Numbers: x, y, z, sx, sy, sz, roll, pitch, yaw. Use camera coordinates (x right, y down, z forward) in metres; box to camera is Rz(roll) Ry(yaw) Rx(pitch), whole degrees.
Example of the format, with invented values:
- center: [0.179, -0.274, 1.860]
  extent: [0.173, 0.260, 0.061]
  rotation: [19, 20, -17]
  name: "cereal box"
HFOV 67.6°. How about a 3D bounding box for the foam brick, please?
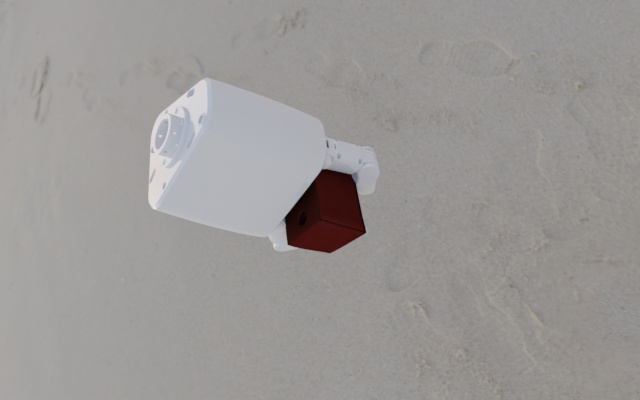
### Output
- center: [0.000, 0.002, 0.436]
  extent: [0.051, 0.078, 0.053]
  rotation: [15, -37, -36]
  name: "foam brick"
